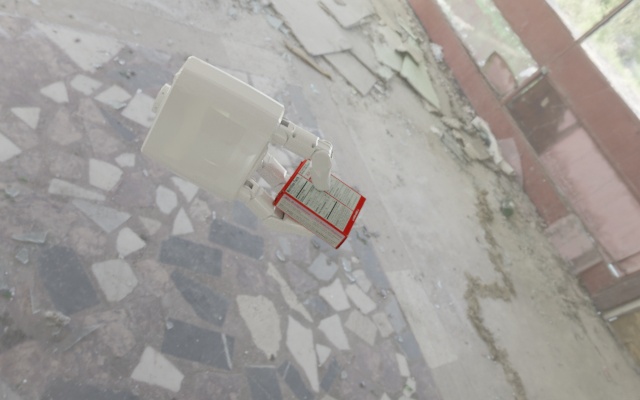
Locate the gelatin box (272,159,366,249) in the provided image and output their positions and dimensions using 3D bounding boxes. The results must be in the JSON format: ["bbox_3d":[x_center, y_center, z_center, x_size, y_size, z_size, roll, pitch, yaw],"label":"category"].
[{"bbox_3d":[0.001,0.002,0.541,0.089,0.030,0.073,34,41,-3],"label":"gelatin box"}]
